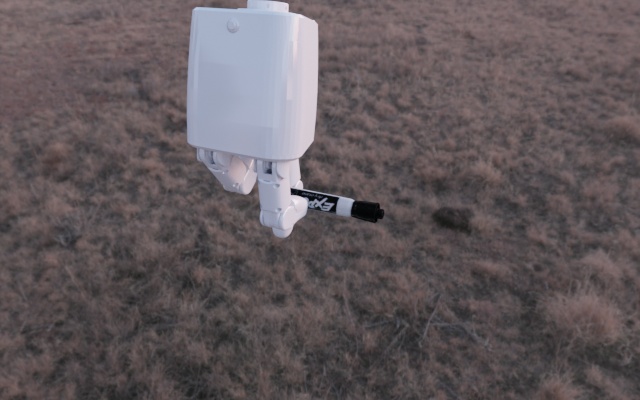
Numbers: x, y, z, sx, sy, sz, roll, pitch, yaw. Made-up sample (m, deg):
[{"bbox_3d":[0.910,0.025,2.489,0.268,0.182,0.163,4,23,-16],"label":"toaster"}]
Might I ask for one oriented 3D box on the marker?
[{"bbox_3d":[0.000,0.002,0.446,0.121,0.020,0.020,11,4,19],"label":"marker"}]
